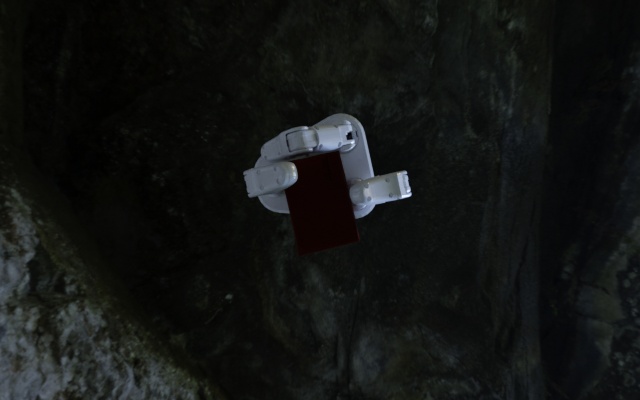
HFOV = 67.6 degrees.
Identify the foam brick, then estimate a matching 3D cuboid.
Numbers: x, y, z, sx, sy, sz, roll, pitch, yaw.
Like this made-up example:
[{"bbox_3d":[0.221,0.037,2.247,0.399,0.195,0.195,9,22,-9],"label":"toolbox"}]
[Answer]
[{"bbox_3d":[0.000,0.002,0.406,0.053,0.078,0.051,-12,0,3],"label":"foam brick"}]
